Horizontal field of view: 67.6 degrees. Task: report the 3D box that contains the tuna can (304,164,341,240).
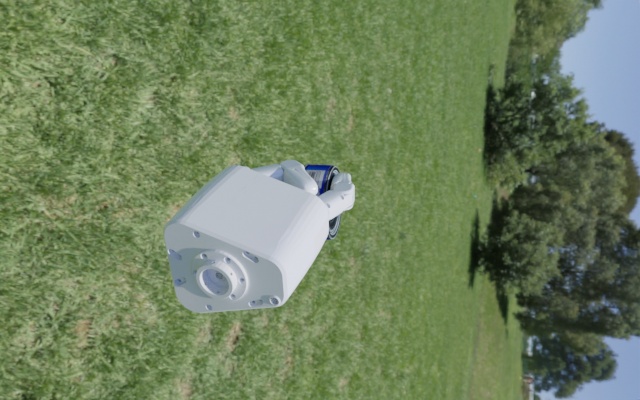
[{"bbox_3d":[0.001,0.002,0.541,0.034,0.086,0.086,2,1,15],"label":"tuna can"}]
